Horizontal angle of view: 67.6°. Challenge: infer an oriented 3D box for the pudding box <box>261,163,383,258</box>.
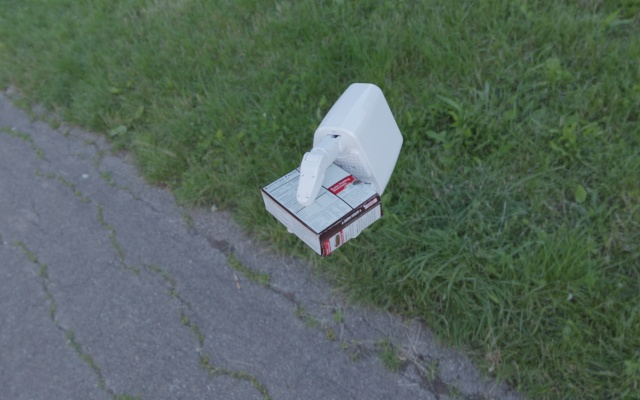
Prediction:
[{"bbox_3d":[0.000,0.002,0.539,0.090,0.039,0.113,-34,45,-22],"label":"pudding box"}]
